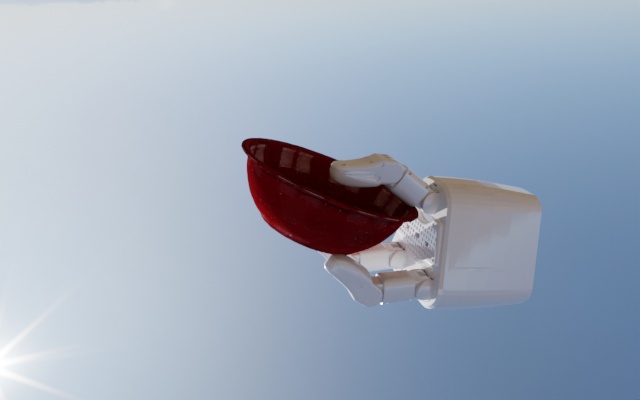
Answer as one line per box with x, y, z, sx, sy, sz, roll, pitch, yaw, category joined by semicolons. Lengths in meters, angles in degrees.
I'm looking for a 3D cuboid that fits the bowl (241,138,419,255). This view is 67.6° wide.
-0.001;0.001;0.416;0.162;0.055;0.162;22;15;-6;bowl
